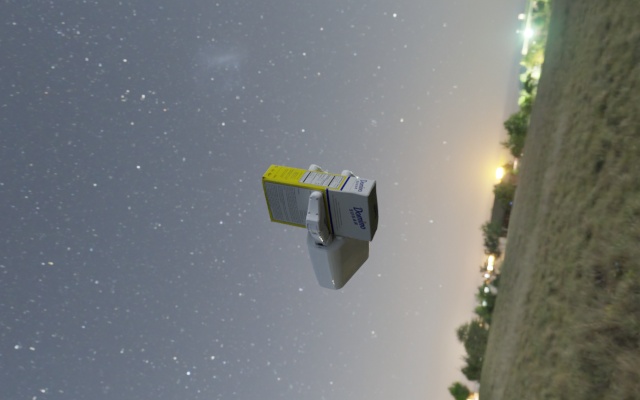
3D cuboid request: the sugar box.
[{"bbox_3d":[0.000,0.002,0.740,0.176,0.093,0.048,9,42,20],"label":"sugar box"}]
